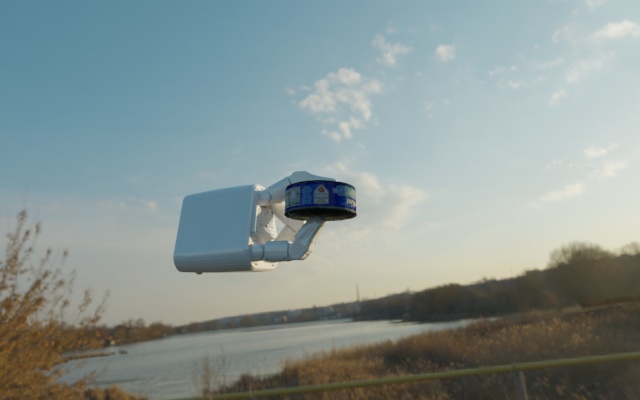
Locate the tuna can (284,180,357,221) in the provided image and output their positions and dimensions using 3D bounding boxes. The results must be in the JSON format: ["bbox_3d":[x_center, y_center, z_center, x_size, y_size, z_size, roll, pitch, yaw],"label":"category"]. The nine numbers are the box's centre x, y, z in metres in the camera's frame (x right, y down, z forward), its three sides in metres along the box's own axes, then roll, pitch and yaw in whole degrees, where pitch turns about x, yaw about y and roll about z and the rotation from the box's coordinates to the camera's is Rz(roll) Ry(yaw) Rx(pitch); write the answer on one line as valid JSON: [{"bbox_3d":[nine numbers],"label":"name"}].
[{"bbox_3d":[0.000,0.001,0.565,0.086,0.033,0.086,0,-12,0],"label":"tuna can"}]
